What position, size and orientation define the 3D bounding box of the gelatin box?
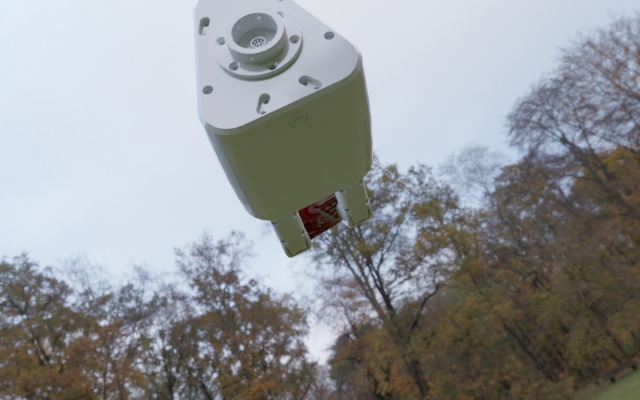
[{"bbox_3d":[0.000,0.001,0.429,0.073,0.030,0.089,-32,-21,6],"label":"gelatin box"}]
